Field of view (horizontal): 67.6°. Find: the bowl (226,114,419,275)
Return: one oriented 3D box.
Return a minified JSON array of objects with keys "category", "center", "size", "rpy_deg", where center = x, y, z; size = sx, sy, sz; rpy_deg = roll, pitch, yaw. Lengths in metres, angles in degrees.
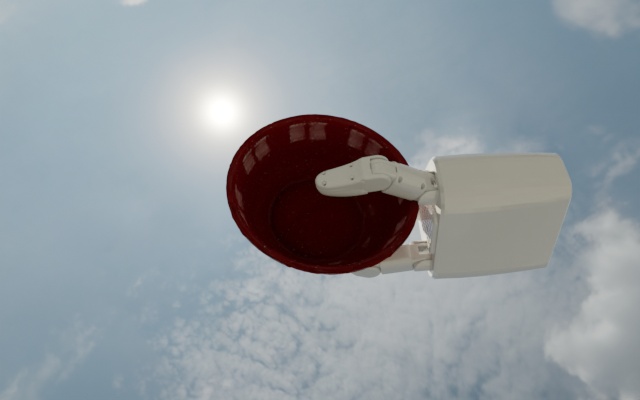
[{"category":"bowl","center":[-0.001,0.001,0.418],"size":[0.162,0.162,0.055],"rpy_deg":[0,-33,-9]}]
